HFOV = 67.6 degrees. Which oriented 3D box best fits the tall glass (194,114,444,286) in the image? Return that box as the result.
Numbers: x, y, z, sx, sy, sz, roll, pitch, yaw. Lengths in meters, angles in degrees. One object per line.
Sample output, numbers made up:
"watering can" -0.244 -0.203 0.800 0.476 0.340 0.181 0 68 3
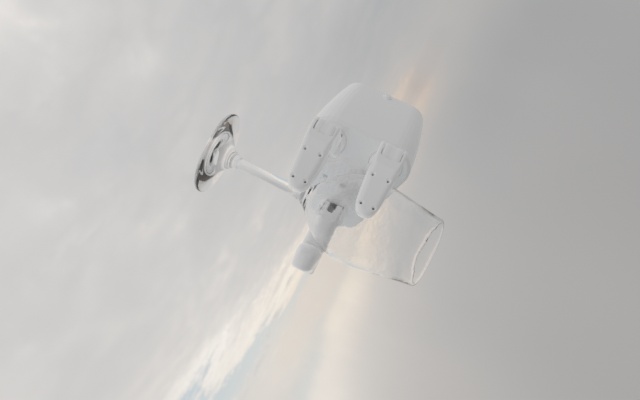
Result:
"tall glass" -0.001 0.001 0.408 0.201 0.079 0.079 26 2 4
